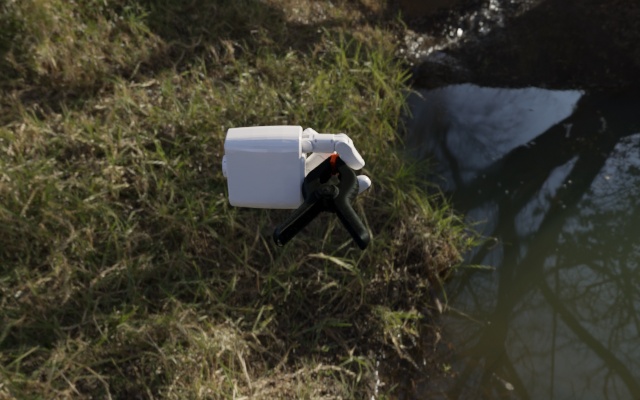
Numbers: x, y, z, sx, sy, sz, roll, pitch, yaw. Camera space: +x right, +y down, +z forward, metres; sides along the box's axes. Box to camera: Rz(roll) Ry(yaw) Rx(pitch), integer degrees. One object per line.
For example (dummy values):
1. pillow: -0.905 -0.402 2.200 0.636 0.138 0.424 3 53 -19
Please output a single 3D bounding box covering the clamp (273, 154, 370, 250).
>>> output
1. clamp: 0.000 0.002 0.637 0.120 0.039 0.171 0 41 0
